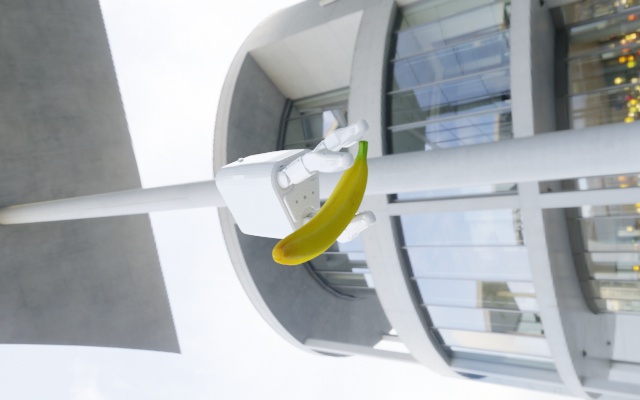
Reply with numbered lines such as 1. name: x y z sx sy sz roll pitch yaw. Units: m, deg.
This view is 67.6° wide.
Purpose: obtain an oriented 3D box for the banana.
1. banana: 0.008 0.014 0.541 0.037 0.070 0.197 5 43 35
